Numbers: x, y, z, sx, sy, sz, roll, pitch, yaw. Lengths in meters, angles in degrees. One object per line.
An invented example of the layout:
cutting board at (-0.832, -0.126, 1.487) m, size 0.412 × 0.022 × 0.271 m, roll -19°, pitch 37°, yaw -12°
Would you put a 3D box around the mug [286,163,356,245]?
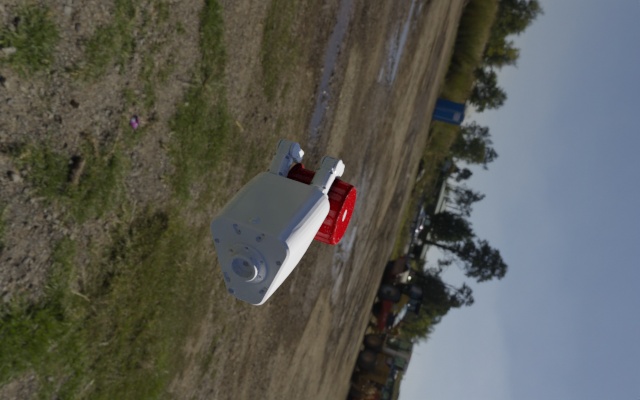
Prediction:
mug at (0.001, 0.002, 0.628) m, size 0.081 × 0.093 × 0.117 m, roll 19°, pitch 34°, yaw 14°
